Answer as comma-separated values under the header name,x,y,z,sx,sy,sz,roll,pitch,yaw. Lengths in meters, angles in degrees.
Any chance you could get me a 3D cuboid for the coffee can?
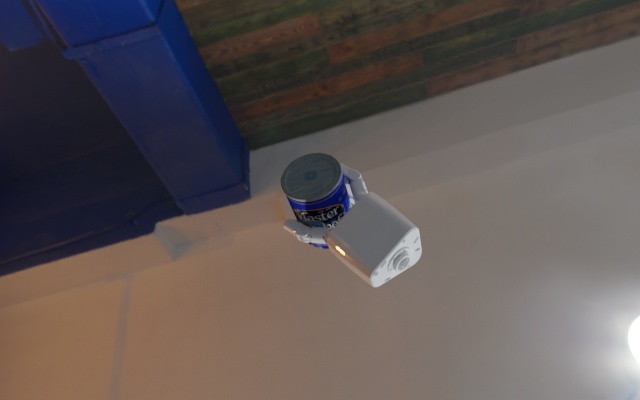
name,x,y,z,sx,sy,sz,roll,pitch,yaw
coffee can,0.000,0.003,0.827,0.103,0.102,0.140,0,-39,17
